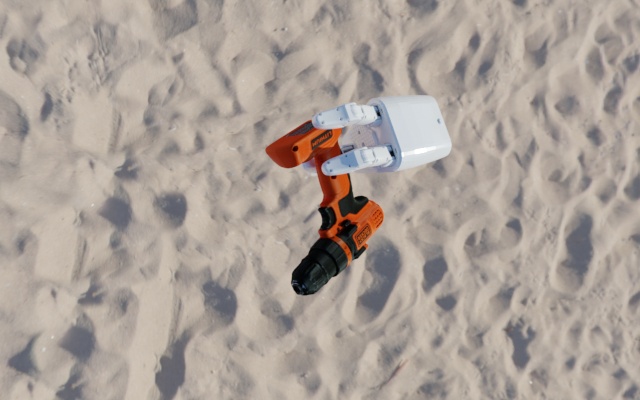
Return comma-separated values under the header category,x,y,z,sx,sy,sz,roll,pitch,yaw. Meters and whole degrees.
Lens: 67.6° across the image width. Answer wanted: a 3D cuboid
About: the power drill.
category,x,y,z,sx,sy,sz,roll,pitch,yaw
power drill,0.000,0.001,0.605,0.057,0.188,0.184,-1,30,40
